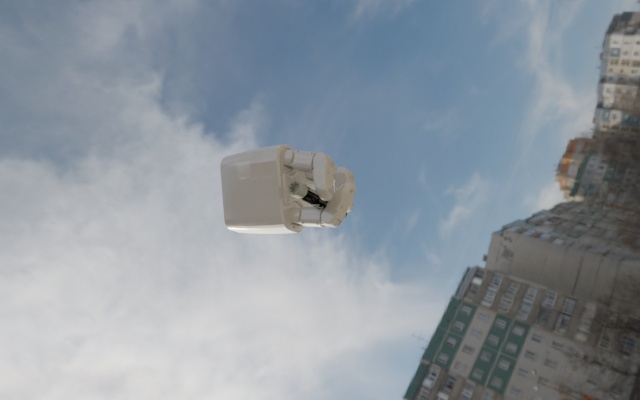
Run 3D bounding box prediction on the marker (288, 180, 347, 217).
[{"bbox_3d":[0.000,0.002,0.600,0.020,0.020,0.121,0,-16,32],"label":"marker"}]
